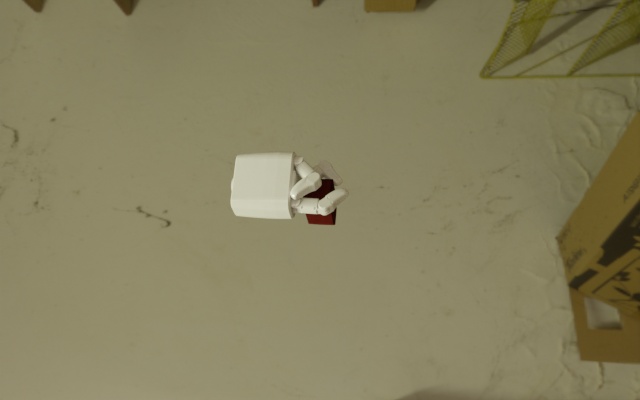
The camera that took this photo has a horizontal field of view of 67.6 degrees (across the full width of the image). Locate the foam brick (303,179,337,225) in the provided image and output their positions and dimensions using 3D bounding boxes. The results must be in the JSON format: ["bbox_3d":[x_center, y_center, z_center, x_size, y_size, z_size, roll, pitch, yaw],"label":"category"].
[{"bbox_3d":[0.000,0.003,0.875,0.051,0.053,0.078,0,-35,9],"label":"foam brick"}]
